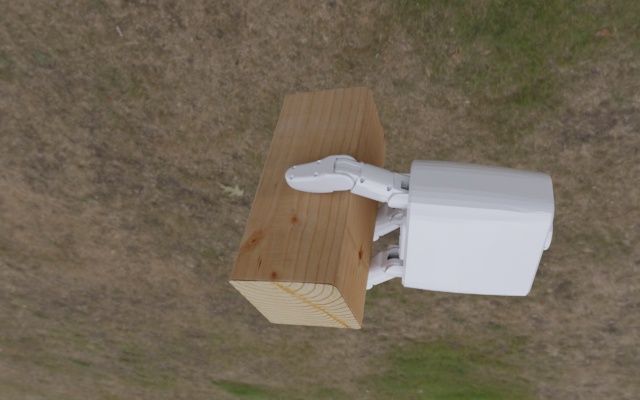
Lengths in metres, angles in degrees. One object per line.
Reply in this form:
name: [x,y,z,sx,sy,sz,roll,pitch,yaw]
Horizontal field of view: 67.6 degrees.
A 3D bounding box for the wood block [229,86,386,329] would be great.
wood block: [0.000,0.001,0.445,0.090,0.206,0.091,-1,-35,20]
